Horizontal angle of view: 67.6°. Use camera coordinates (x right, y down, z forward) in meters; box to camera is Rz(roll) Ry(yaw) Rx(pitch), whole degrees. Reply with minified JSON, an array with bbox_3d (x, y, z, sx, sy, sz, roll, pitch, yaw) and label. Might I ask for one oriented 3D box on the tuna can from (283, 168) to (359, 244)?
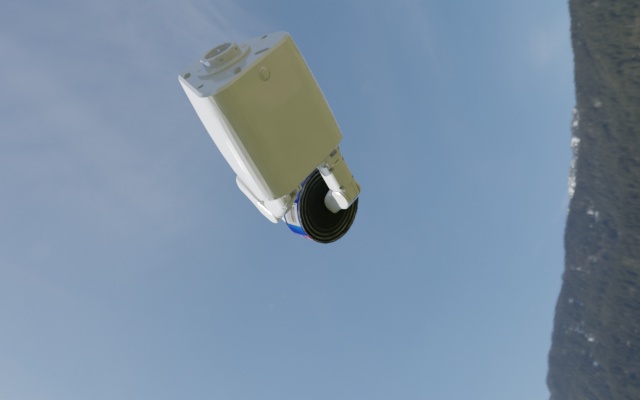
[{"bbox_3d":[0.000,0.002,0.519,0.086,0.086,0.033,0,8,-42],"label":"tuna can"}]
